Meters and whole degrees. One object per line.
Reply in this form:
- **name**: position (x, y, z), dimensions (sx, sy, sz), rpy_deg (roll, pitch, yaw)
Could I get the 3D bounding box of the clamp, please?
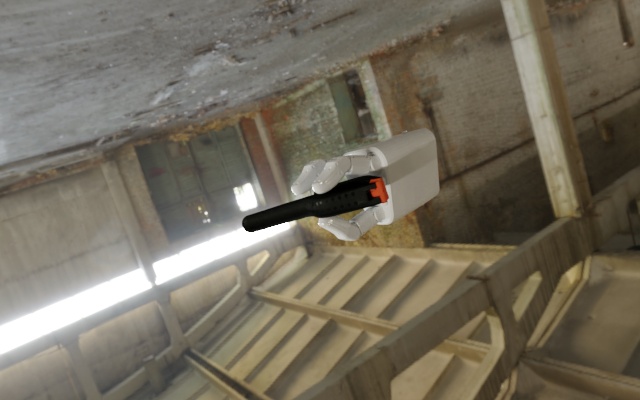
- **clamp**: position (0.001, 0.003, 0.623), dimensions (0.164, 0.036, 0.210), rpy_deg (-27, 12, -30)
